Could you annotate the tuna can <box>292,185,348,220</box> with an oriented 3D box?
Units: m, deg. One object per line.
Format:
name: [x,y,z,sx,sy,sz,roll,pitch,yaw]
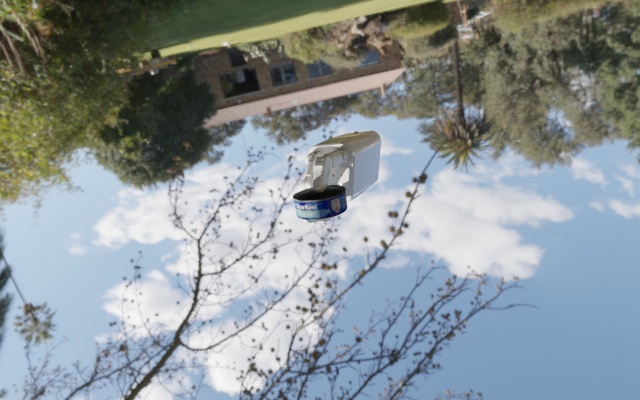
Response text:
tuna can: [0.000,0.003,0.763,0.086,0.034,0.086,-9,15,2]
